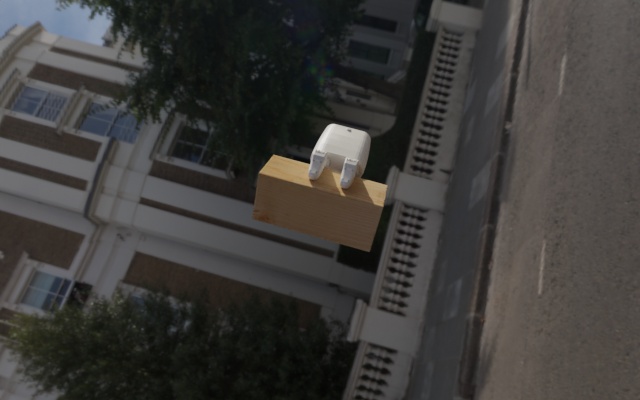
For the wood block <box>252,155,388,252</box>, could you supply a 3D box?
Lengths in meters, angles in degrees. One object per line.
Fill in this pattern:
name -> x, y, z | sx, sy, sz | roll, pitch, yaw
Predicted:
wood block -> 0.000, 0.003, 0.813 | 0.206, 0.091, 0.090 | 15, 29, 5
